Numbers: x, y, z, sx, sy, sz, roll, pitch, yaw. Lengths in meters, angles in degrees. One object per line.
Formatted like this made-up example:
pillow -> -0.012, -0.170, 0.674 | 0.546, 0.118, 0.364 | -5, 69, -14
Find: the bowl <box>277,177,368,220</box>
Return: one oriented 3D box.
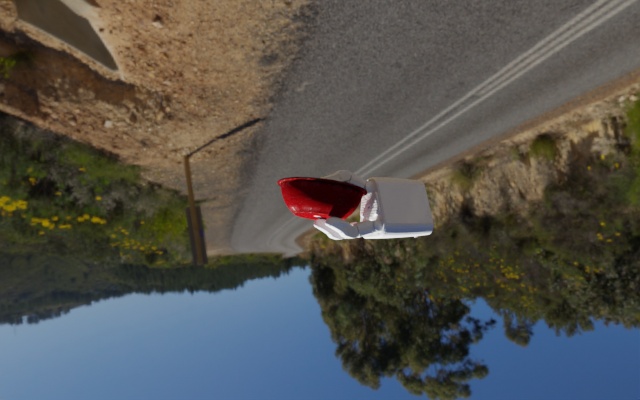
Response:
bowl -> -0.001, 0.003, 0.845 | 0.162, 0.055, 0.162 | 7, -9, 1
